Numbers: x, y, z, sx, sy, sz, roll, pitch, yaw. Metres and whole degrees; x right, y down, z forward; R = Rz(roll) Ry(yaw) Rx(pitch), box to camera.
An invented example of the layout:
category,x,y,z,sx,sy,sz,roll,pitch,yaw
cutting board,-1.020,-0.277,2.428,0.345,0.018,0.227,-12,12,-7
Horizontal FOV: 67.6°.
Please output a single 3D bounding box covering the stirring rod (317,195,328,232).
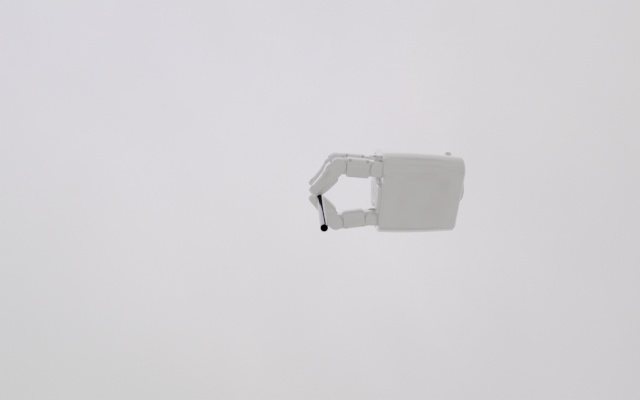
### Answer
category,x,y,z,sx,sy,sz,roll,pitch,yaw
stirring rod,0.000,0.002,0.585,0.011,0.011,0.239,0,12,-2
